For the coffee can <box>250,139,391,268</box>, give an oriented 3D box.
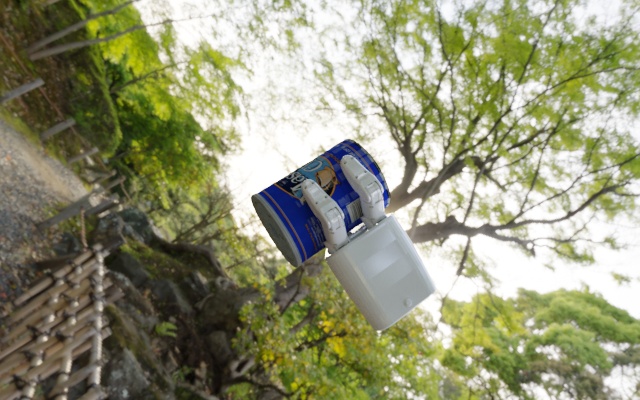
[{"bbox_3d":[0.000,0.002,0.590,0.140,0.103,0.103,-32,9,-15],"label":"coffee can"}]
